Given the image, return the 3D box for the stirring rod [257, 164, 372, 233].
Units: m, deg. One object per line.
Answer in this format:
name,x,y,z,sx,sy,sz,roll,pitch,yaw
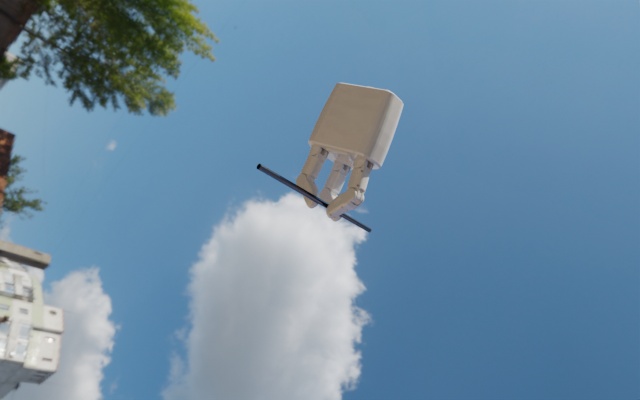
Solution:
stirring rod,0.000,0.002,0.683,0.011,0.011,0.240,0,-22,45
